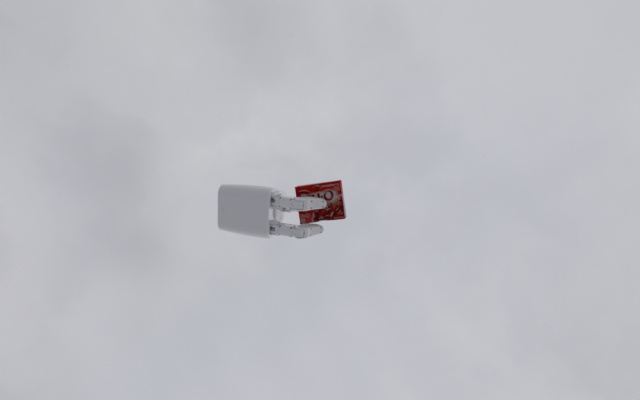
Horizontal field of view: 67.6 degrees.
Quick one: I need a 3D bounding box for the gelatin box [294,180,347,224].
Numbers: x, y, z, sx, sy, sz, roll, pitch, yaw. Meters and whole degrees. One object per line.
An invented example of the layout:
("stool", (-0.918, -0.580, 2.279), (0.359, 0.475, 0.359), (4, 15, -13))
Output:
("gelatin box", (0.001, 0.003, 0.900), (0.089, 0.073, 0.030), (-7, 5, 10))
